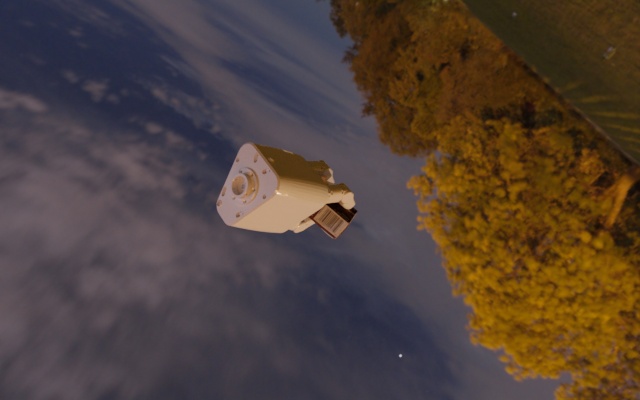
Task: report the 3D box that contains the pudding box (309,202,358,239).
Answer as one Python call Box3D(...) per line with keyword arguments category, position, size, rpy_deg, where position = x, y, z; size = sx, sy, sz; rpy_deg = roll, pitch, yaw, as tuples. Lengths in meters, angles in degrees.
Box3D(category="pudding box", position=(0.000, 0.003, 0.749), size=(0.113, 0.039, 0.090), rpy_deg=(42, 17, 2))
